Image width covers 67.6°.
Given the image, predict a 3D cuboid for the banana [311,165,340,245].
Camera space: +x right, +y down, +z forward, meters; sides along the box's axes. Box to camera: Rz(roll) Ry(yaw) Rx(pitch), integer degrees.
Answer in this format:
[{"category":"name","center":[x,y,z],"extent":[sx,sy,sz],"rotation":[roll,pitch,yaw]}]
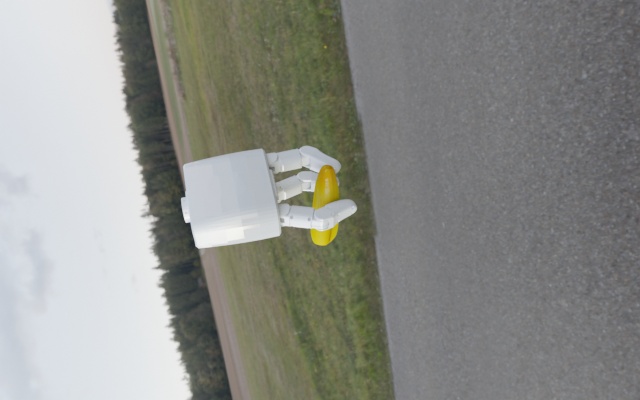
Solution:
[{"category":"banana","center":[0.004,0.021,0.672],"extent":[0.037,0.069,0.198],"rotation":[-9,-20,-7]}]
